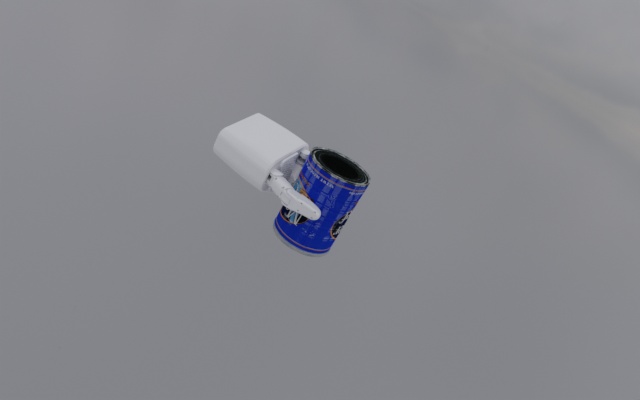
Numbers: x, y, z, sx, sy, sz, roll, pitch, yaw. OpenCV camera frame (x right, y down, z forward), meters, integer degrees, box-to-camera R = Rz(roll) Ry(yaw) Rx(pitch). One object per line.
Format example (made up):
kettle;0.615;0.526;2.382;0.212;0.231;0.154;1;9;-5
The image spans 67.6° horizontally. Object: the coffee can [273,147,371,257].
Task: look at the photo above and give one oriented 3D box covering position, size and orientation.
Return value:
coffee can;0.000;0.003;0.745;0.103;0.140;0.102;24;25;-12
